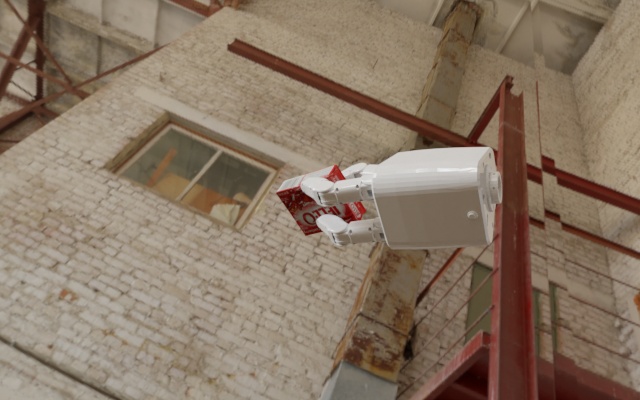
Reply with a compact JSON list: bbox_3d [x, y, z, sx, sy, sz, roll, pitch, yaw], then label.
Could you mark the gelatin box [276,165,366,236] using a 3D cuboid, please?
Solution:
[{"bbox_3d":[0.000,0.002,0.588,0.089,0.073,0.030,-15,29,37],"label":"gelatin box"}]
